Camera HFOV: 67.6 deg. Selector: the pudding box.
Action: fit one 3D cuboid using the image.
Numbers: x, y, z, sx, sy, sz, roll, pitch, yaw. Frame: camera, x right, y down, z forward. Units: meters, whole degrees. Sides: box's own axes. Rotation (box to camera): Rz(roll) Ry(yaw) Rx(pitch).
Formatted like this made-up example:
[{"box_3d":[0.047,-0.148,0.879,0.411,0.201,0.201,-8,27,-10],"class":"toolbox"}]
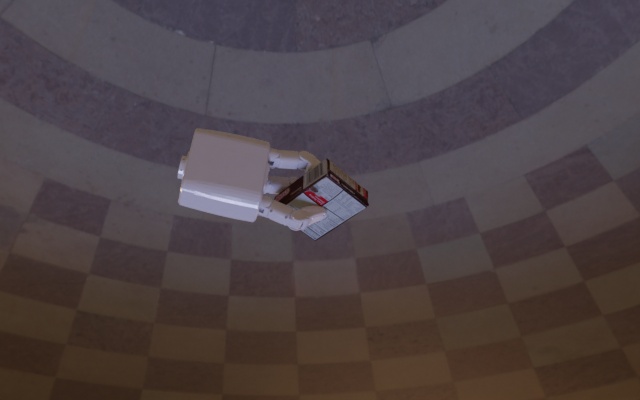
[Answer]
[{"box_3d":[0.000,0.002,0.700,0.113,0.039,0.090,-33,-54,31],"class":"pudding box"}]
